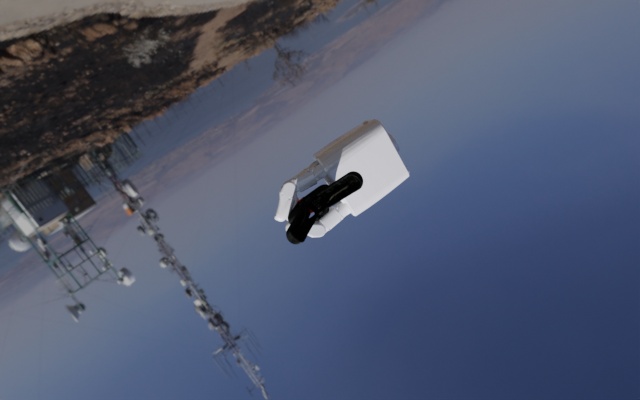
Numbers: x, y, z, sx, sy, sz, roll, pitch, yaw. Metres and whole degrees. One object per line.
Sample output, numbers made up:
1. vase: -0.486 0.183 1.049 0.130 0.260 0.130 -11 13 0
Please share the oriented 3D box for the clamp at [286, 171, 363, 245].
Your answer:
1. clamp: 0.000 0.003 0.653 0.120 0.039 0.171 -36 10 -1
